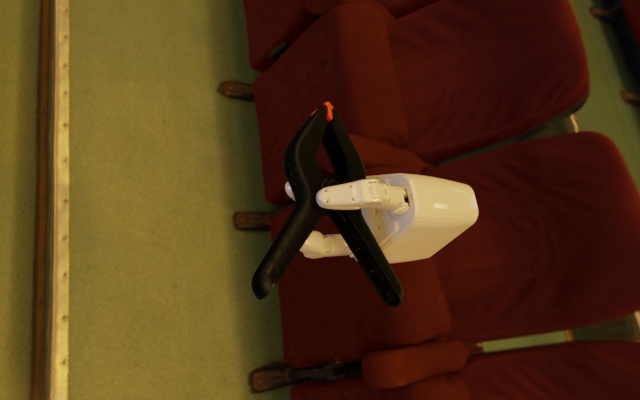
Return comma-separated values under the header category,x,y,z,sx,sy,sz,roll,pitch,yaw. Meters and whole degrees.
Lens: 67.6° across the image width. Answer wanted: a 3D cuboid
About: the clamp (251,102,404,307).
category,x,y,z,sx,sy,sz,roll,pitch,yaw
clamp,0.001,0.001,0.456,0.164,0.210,0.036,4,-21,-38
